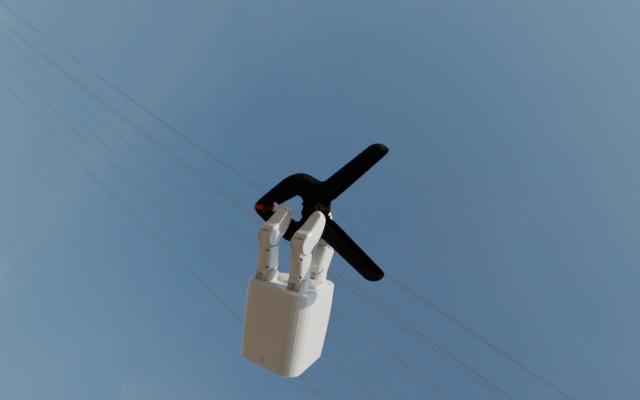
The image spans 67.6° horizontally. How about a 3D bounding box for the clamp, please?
[{"bbox_3d":[0.000,0.002,0.622,0.210,0.164,0.036,11,4,36],"label":"clamp"}]
